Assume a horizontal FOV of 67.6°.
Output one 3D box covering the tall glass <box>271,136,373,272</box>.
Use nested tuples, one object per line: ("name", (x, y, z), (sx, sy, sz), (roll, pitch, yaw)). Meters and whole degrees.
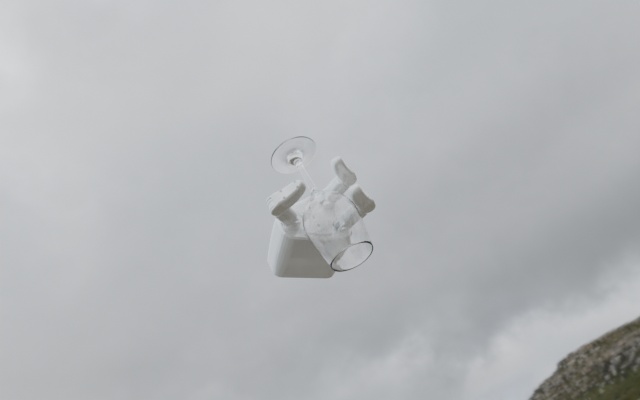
("tall glass", (0.000, 0.002, 0.669), (0.079, 0.201, 0.079), (-19, -36, -15))
